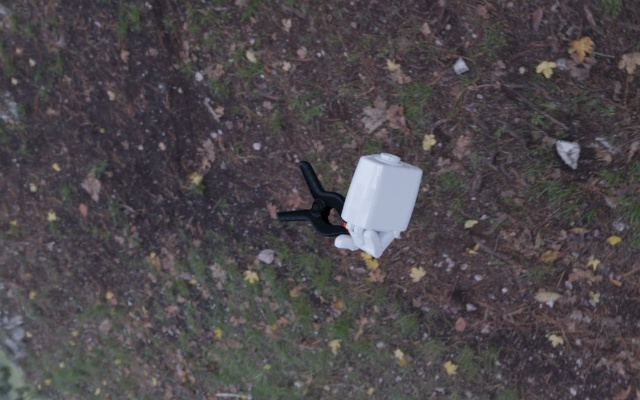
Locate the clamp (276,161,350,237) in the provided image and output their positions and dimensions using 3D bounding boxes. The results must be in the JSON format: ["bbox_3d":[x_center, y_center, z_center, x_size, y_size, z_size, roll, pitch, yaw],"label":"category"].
[{"bbox_3d":[0.000,0.003,0.847,0.171,0.120,0.039,21,12,32],"label":"clamp"}]
